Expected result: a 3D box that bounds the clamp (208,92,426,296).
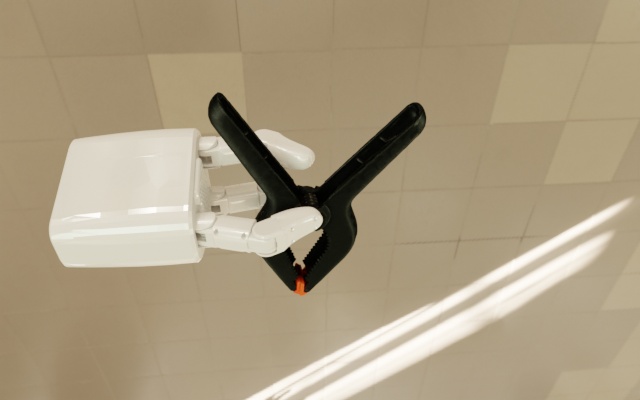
[{"bbox_3d":[0.000,0.002,0.411,0.164,0.210,0.036,-4,39,-5],"label":"clamp"}]
